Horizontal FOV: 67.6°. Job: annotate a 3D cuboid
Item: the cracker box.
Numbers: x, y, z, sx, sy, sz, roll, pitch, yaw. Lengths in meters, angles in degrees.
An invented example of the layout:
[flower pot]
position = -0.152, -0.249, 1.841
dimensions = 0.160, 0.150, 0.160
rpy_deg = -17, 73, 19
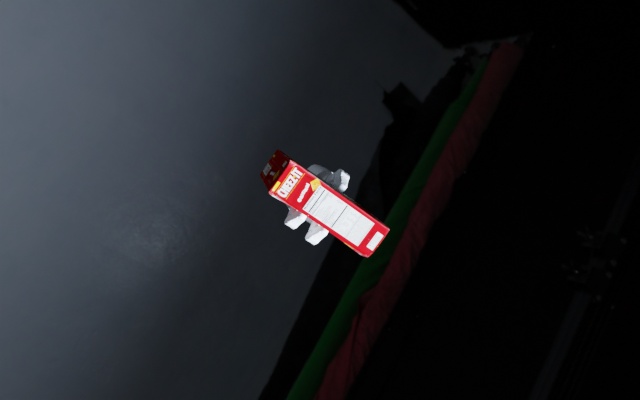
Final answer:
[cracker box]
position = 0.000, 0.003, 0.860
dimensions = 0.214, 0.072, 0.164
rpy_deg = 34, 3, -17
